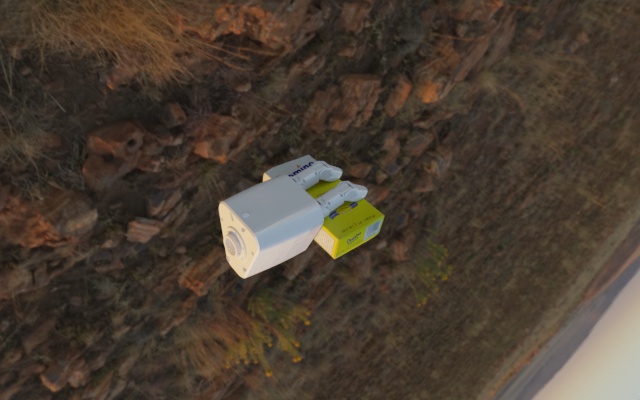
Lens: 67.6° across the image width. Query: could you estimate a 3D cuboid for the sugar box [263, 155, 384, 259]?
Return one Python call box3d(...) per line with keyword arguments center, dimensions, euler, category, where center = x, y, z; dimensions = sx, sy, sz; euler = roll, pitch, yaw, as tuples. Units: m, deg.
box3d(center=(0.000, 0.002, 0.713), dimensions=(0.093, 0.048, 0.176), euler=(-25, 53, -34), category="sugar box")
